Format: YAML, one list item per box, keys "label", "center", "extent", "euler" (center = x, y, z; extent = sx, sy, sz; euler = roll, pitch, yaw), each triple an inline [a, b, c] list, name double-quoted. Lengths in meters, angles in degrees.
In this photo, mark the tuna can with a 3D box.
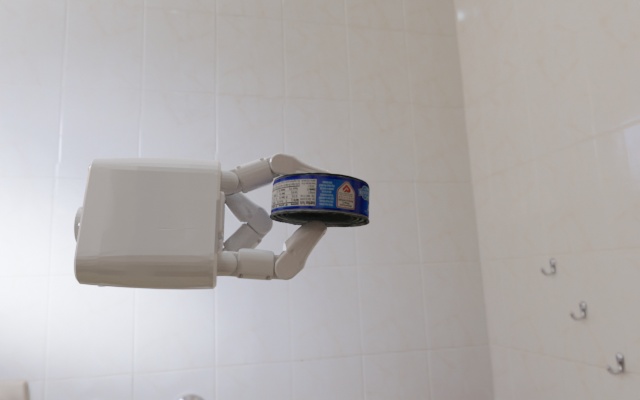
- label: "tuna can"
  center: [0.000, 0.001, 0.414]
  extent: [0.086, 0.033, 0.086]
  euler: [3, -10, 1]
